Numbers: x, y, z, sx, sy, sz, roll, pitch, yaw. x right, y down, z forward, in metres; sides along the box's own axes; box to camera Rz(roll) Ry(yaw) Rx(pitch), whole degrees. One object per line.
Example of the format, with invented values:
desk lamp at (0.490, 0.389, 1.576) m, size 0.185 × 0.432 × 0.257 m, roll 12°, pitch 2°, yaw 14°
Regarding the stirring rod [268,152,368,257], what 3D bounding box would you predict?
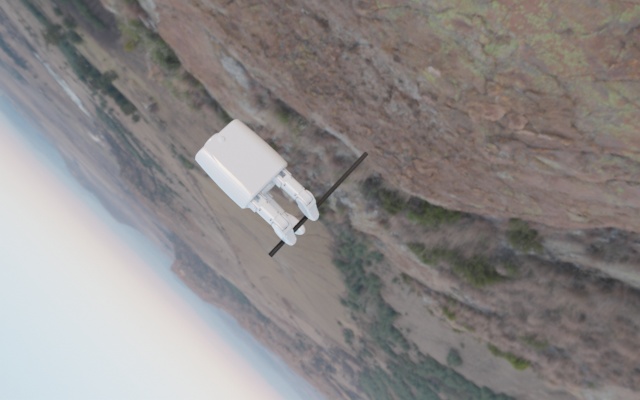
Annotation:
stirring rod at (0.000, 0.002, 0.779) m, size 0.239 × 0.011 × 0.011 m, roll -47°, pitch 18°, yaw -18°
